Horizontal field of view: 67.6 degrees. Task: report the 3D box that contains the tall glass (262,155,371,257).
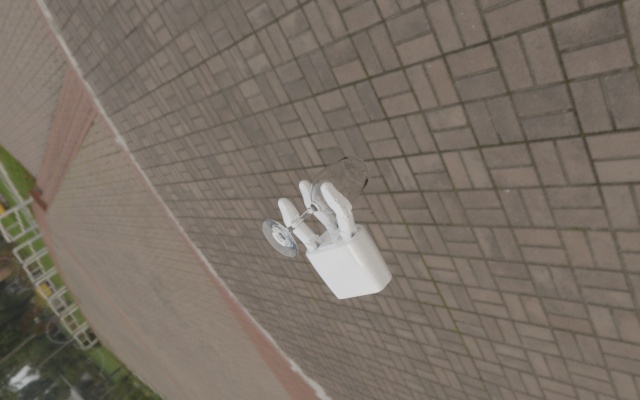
[{"bbox_3d":[0.000,0.003,0.787,0.201,0.079,0.079,-42,25,-31],"label":"tall glass"}]
